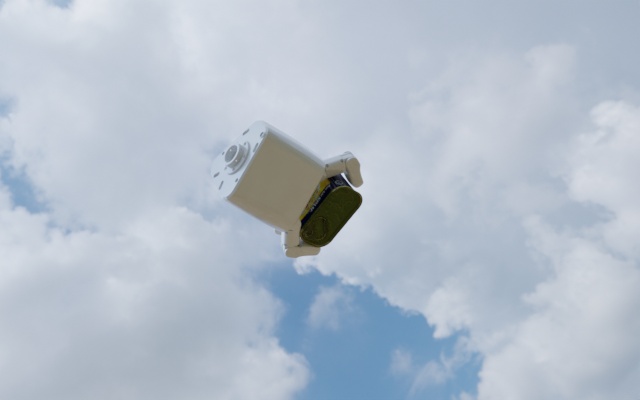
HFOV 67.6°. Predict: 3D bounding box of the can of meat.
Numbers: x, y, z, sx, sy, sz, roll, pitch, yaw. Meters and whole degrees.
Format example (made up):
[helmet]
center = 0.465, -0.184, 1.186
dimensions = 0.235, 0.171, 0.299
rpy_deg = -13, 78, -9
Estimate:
[can of meat]
center = 0.000, 0.002, 0.696
dimensions = 0.057, 0.102, 0.084
rpy_deg = 27, 18, -38
